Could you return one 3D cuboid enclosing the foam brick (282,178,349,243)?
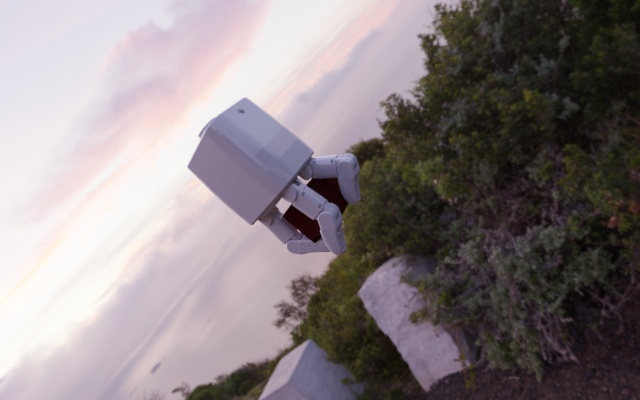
[{"bbox_3d":[0.000,0.002,0.581,0.053,0.051,0.078,-46,6,34],"label":"foam brick"}]
